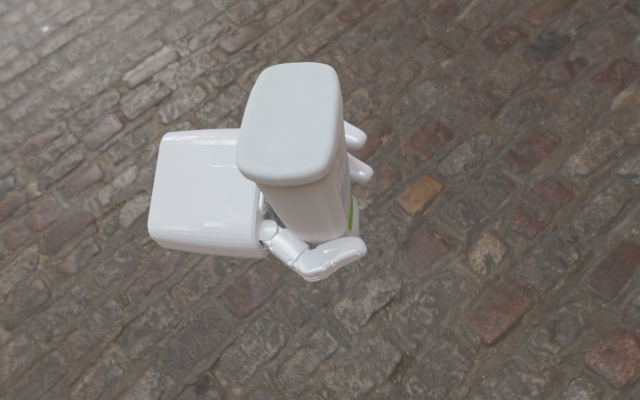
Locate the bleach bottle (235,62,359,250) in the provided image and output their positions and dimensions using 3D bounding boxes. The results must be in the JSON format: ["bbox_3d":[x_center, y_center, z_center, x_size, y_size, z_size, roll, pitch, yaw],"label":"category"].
[{"bbox_3d":[0.000,0.001,0.426,0.068,0.102,0.251,1,-29,12],"label":"bleach bottle"}]
